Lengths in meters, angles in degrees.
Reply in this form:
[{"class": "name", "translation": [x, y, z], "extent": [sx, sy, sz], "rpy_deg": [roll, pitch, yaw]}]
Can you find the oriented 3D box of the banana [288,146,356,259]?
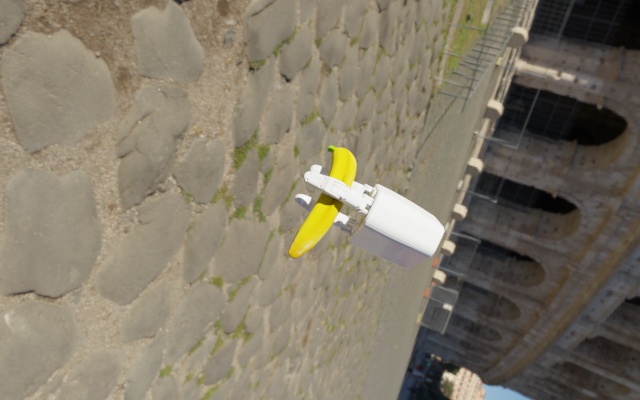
[{"class": "banana", "translation": [0.011, -0.005, 0.687], "extent": [0.037, 0.197, 0.070], "rpy_deg": [34, -30, -20]}]
